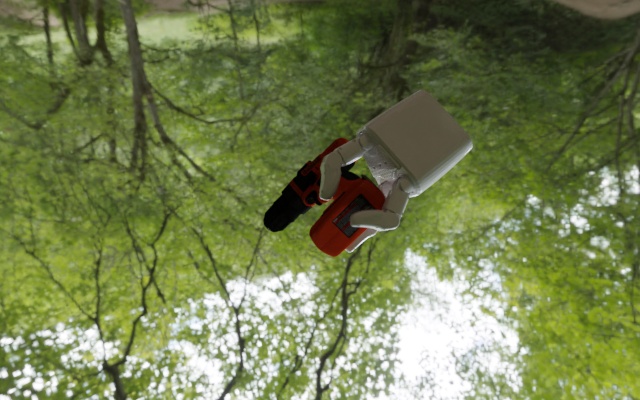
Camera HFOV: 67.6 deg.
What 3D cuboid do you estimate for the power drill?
[{"bbox_3d":[0.000,0.002,0.670,0.057,0.184,0.187,41,5,-27],"label":"power drill"}]
